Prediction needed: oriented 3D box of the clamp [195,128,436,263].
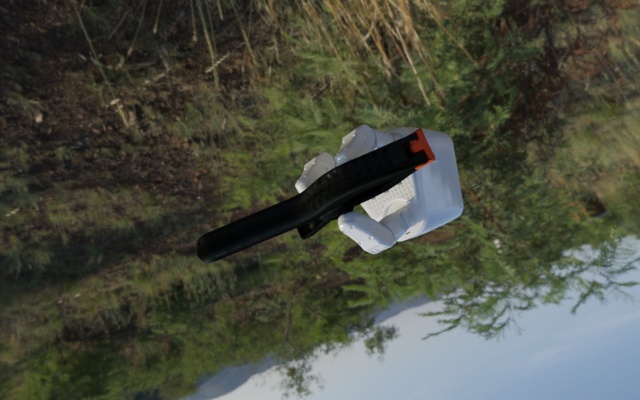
[{"bbox_3d":[0.001,0.002,0.420,0.210,0.036,0.164,-31,-12,38],"label":"clamp"}]
